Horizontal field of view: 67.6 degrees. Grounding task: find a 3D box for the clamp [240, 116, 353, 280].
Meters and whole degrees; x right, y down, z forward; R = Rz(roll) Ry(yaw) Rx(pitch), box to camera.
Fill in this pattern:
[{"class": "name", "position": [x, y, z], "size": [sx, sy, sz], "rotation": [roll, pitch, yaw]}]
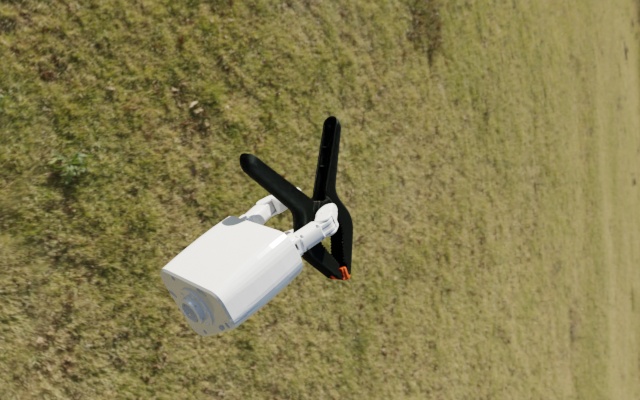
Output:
[{"class": "clamp", "position": [0.001, 0.003, 0.610], "size": [0.036, 0.210, 0.164], "rotation": [-3, 27, 47]}]
